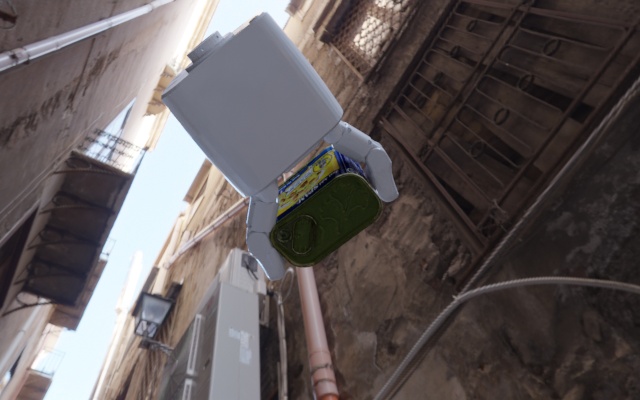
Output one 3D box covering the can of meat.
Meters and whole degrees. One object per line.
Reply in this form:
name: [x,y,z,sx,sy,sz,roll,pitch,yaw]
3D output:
can of meat: [0.000,0.001,0.457,0.102,0.057,0.084,-38,25,12]
